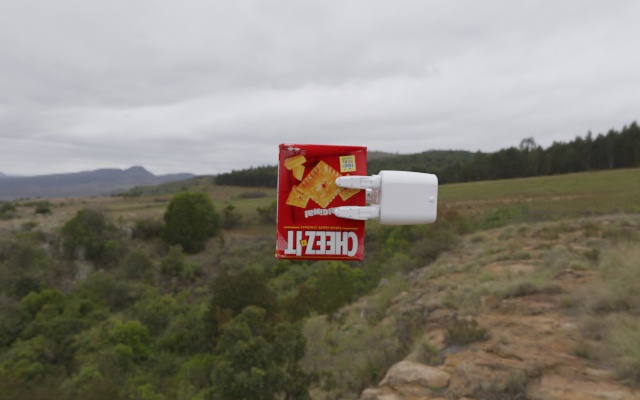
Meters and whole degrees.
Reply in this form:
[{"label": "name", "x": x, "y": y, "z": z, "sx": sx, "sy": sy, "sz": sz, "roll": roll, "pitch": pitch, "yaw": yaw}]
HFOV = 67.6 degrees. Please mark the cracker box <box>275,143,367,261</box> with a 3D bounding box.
[{"label": "cracker box", "x": 0.000, "y": 0.003, "z": 0.896, "sx": 0.164, "sy": 0.214, "sz": 0.072, "roll": 2, "pitch": 3, "yaw": -5}]
